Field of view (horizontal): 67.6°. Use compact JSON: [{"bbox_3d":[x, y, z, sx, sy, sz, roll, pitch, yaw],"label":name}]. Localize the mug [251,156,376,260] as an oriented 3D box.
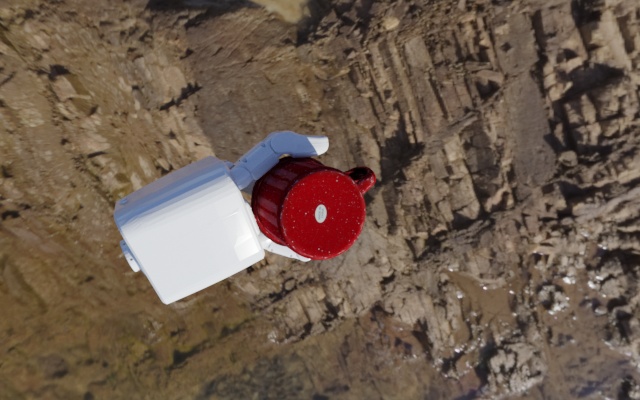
[{"bbox_3d":[0.001,0.001,0.443,0.117,0.093,0.081,-27,16,-15],"label":"mug"}]
